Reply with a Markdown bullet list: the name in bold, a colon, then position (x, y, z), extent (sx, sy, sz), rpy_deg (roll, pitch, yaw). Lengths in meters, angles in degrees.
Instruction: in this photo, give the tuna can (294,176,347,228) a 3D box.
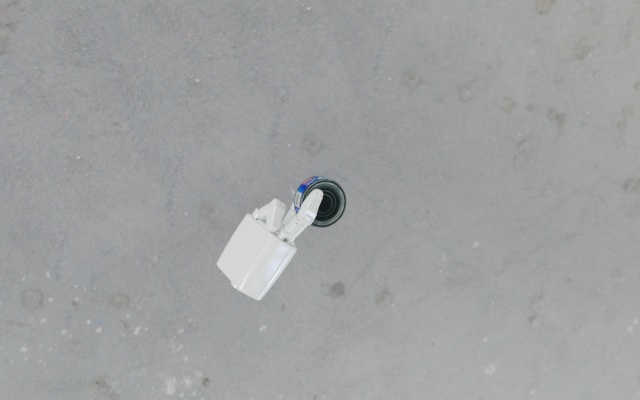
- **tuna can**: position (0.000, 0.003, 0.807), extent (0.086, 0.086, 0.033), rpy_deg (0, 11, -23)
